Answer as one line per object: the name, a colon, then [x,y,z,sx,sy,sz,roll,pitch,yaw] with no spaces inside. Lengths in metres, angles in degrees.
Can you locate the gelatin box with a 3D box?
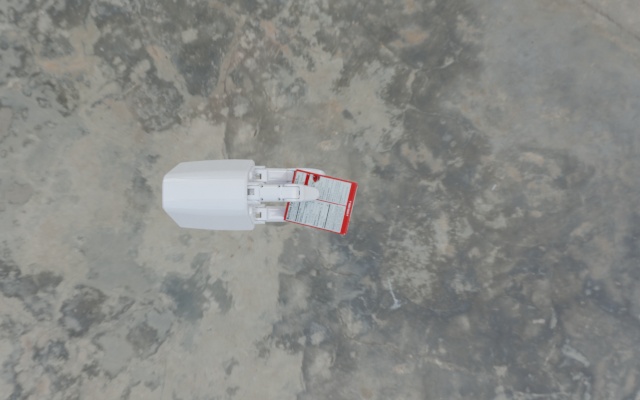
gelatin box: [0.000,0.002,0.654,0.089,0.073,0.030,13,-2,5]
